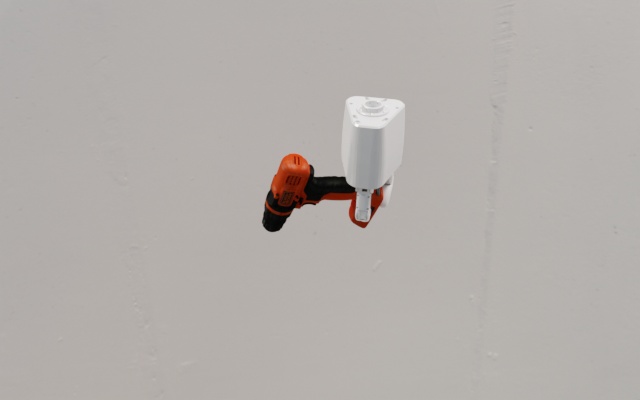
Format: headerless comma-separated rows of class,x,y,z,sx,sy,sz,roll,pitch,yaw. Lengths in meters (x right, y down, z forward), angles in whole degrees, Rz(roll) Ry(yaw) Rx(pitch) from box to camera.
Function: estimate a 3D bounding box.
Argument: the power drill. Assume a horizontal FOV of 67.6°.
power drill,0.001,0.003,0.824,0.187,0.057,0.184,6,-38,-17
